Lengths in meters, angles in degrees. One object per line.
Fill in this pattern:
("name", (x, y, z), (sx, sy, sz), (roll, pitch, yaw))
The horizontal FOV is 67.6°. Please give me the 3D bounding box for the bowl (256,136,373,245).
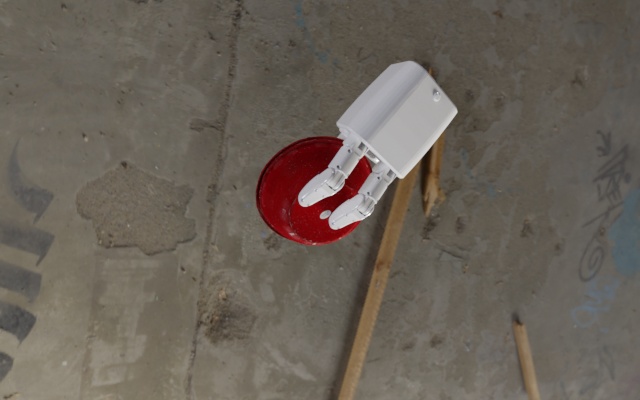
("bowl", (0.000, 0.003, 0.613), (0.162, 0.162, 0.055), (0, 31, -15))
